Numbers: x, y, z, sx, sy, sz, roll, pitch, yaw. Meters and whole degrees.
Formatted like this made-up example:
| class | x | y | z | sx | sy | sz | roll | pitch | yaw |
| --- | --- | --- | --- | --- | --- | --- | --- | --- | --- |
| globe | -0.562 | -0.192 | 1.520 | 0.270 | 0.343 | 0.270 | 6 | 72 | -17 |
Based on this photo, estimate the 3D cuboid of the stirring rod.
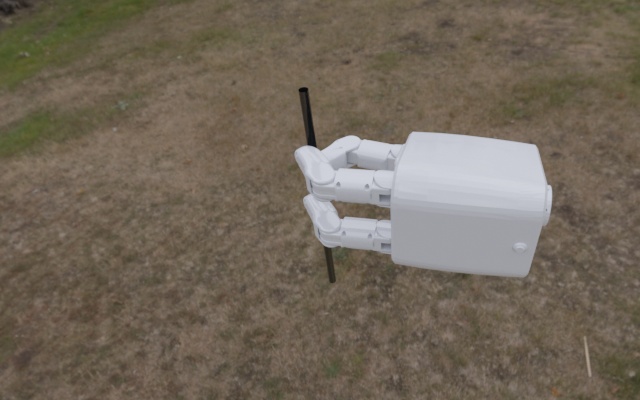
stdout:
| class | x | y | z | sx | sy | sz | roll | pitch | yaw |
| --- | --- | --- | --- | --- | --- | --- | --- | --- | --- |
| stirring rod | 0.000 | 0.002 | 0.454 | 0.011 | 0.240 | 0.011 | -5 | 42 | 4 |
